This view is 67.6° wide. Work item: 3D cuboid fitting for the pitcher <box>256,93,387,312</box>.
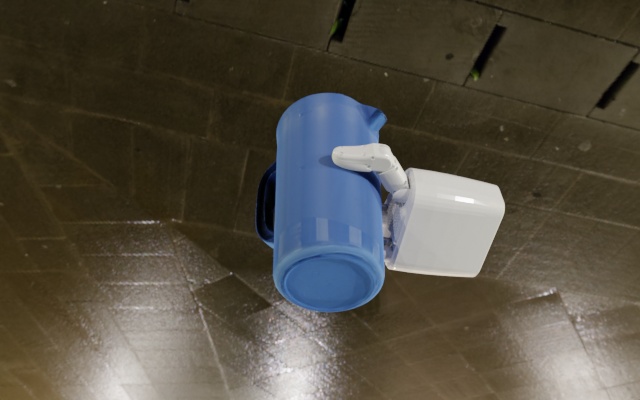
[{"bbox_3d":[0.000,0.002,0.544,0.145,0.149,0.242,9,44,-7],"label":"pitcher"}]
